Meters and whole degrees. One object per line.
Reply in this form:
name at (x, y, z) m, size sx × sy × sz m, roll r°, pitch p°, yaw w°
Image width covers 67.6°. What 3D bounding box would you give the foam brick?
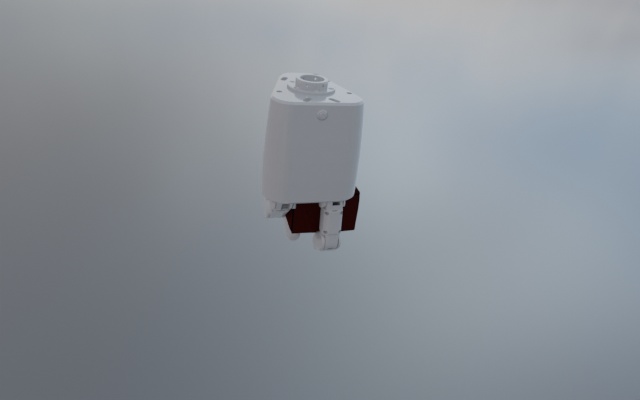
foam brick at (0.000, 0.002, 0.551) m, size 0.078 × 0.051 × 0.053 m, roll -2°, pitch 31°, yaw -16°
